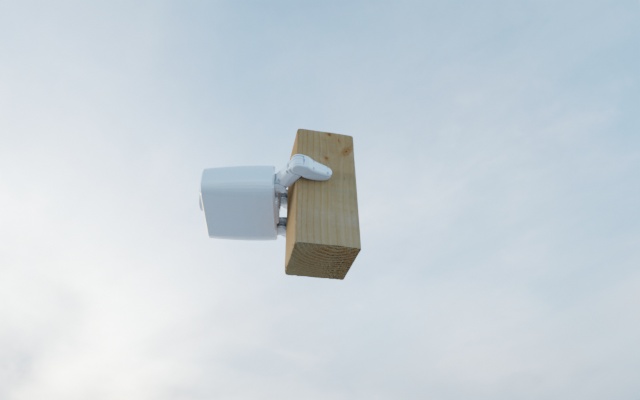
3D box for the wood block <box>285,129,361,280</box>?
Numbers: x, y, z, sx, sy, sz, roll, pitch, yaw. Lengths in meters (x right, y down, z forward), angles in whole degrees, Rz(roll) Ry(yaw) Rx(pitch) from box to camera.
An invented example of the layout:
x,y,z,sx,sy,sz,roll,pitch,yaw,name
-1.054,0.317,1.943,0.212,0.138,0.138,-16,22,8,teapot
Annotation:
x,y,z,sx,sy,sz,roll,pitch,yaw,name
0.000,0.002,0.707,0.090,0.206,0.091,7,-38,-11,wood block
